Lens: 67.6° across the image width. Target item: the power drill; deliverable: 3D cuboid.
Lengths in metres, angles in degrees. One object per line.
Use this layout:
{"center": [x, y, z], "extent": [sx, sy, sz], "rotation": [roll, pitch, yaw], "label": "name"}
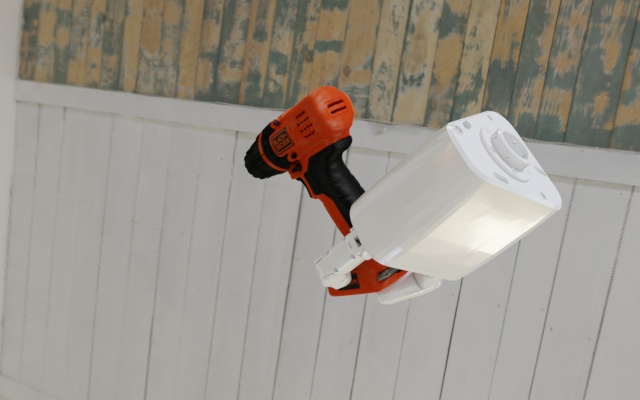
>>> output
{"center": [0.000, 0.002, 0.472], "extent": [0.057, 0.187, 0.184], "rotation": [-31, 4, -30], "label": "power drill"}
